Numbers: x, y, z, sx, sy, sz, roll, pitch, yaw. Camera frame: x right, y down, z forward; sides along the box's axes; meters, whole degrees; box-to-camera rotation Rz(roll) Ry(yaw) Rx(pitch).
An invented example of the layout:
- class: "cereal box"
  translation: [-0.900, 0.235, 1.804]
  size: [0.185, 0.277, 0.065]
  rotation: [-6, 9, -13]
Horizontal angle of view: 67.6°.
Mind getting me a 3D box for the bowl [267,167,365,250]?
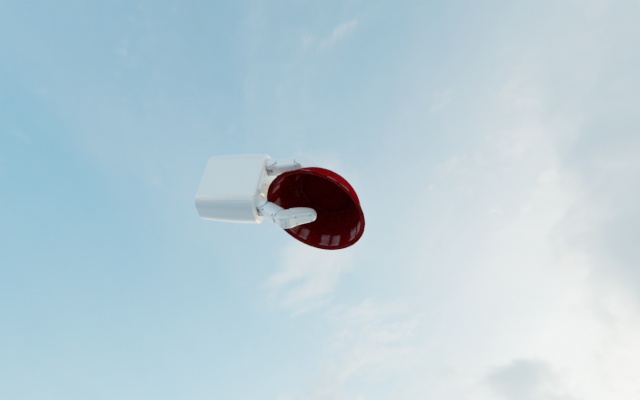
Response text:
- class: "bowl"
  translation: [0.002, 0.003, 0.748]
  size: [0.162, 0.162, 0.055]
  rotation: [0, 39, 28]
